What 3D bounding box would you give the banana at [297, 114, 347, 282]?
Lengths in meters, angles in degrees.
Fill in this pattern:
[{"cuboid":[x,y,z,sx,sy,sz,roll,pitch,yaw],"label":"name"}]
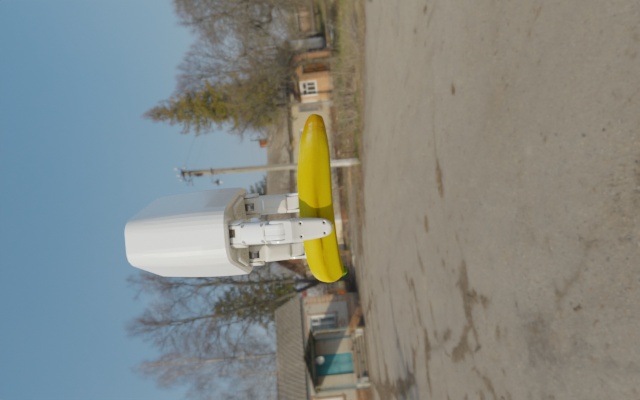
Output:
[{"cuboid":[-0.001,0.013,0.500,0.037,0.198,0.069,-4,25,8],"label":"banana"}]
